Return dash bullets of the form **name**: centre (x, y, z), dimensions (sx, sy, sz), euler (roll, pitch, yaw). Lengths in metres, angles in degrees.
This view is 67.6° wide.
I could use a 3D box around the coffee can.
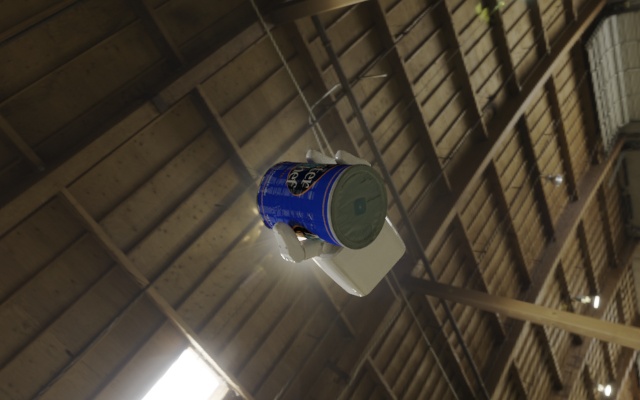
- **coffee can**: centre (0.000, 0.002, 0.617), dimensions (0.103, 0.103, 0.140), euler (0, 5, -44)
